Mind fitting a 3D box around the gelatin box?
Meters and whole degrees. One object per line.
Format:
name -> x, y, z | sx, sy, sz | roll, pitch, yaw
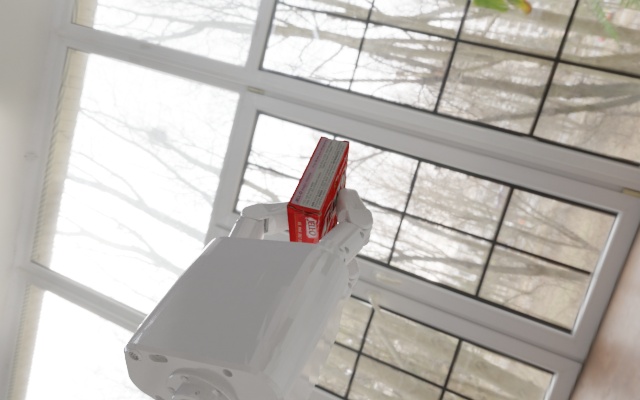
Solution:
gelatin box -> 0.000, 0.001, 0.409 | 0.030, 0.089, 0.073 | 13, -41, 10
